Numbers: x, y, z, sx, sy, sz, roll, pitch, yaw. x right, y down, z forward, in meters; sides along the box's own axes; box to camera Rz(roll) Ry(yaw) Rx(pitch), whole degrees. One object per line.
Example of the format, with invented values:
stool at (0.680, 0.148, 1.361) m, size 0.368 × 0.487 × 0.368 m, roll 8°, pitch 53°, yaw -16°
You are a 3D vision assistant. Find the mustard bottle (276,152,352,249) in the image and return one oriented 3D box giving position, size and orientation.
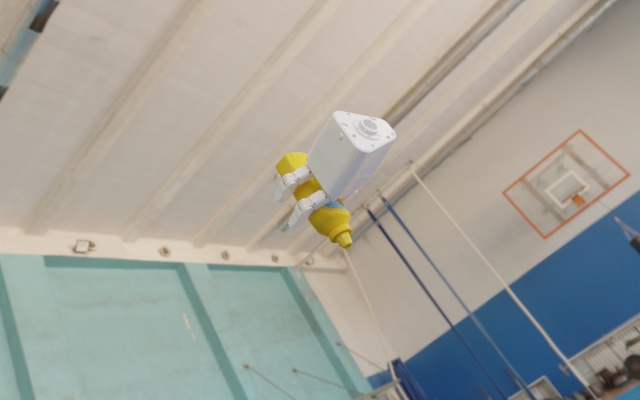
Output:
mustard bottle at (0.000, 0.003, 0.836) m, size 0.058 × 0.191 × 0.096 m, roll -44°, pitch -28°, yaw 22°
